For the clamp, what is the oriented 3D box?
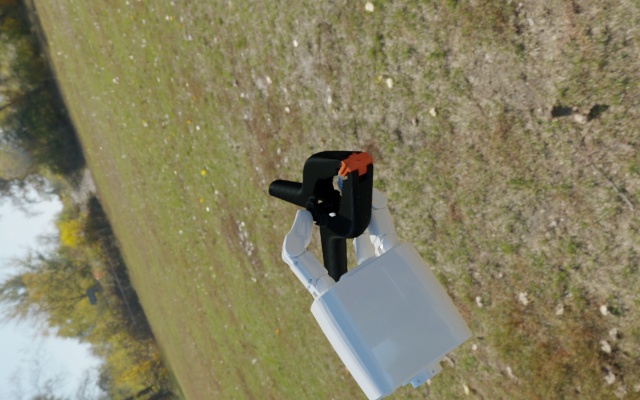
[{"bbox_3d":[0.000,0.002,0.513,0.036,0.164,0.210,-26,-22,-26],"label":"clamp"}]
